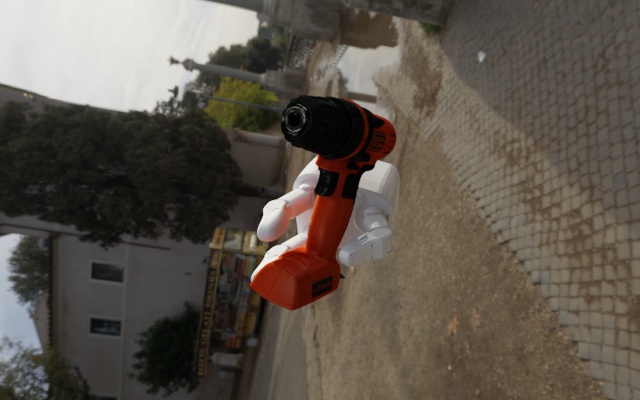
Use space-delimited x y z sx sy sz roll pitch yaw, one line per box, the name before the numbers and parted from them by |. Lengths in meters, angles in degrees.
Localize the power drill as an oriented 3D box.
power drill | 0.000 0.002 0.432 0.057 0.188 0.184 27 14 24
